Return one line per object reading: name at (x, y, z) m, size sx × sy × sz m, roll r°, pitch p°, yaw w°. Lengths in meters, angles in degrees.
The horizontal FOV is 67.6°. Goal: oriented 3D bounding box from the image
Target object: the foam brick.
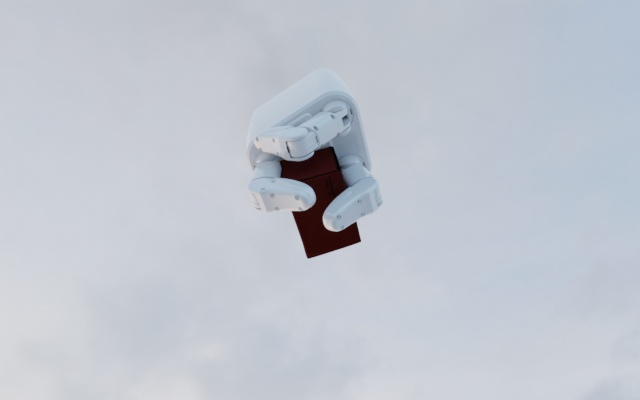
foam brick at (0.000, 0.002, 0.428) m, size 0.053 × 0.078 × 0.051 m, roll -16°, pitch 29°, yaw 1°
